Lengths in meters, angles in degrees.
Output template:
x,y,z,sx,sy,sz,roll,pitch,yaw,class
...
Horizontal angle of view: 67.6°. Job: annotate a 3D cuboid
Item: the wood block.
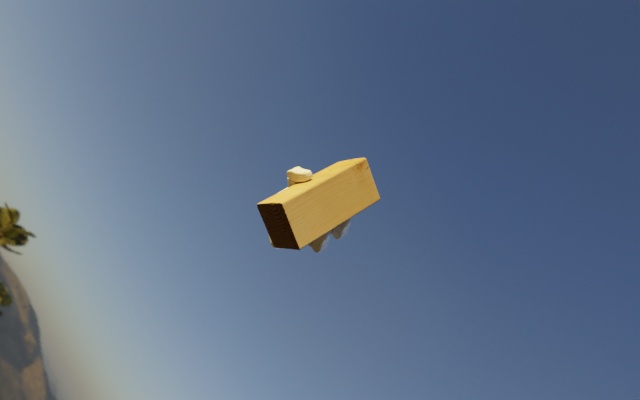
x,y,z,sx,sy,sz,roll,pitch,yaw,class
0.000,0.003,0.886,0.206,0.091,0.090,-30,16,-33,wood block
